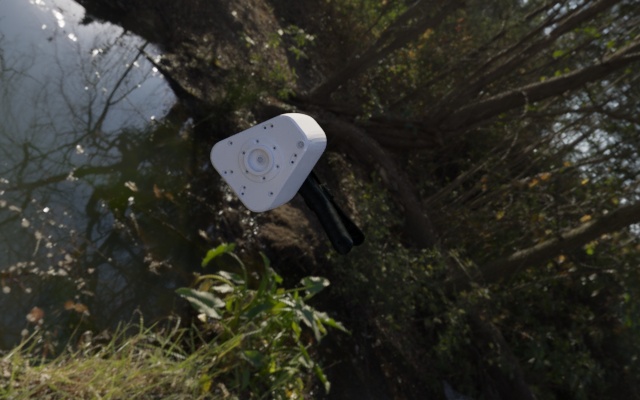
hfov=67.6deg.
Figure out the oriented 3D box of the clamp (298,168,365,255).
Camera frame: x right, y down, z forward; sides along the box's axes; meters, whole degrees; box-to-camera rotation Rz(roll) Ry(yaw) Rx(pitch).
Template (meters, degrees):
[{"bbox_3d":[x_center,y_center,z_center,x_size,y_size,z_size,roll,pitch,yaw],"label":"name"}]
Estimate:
[{"bbox_3d":[0.000,0.002,0.643,0.039,0.171,0.120,-40,1,6],"label":"clamp"}]
